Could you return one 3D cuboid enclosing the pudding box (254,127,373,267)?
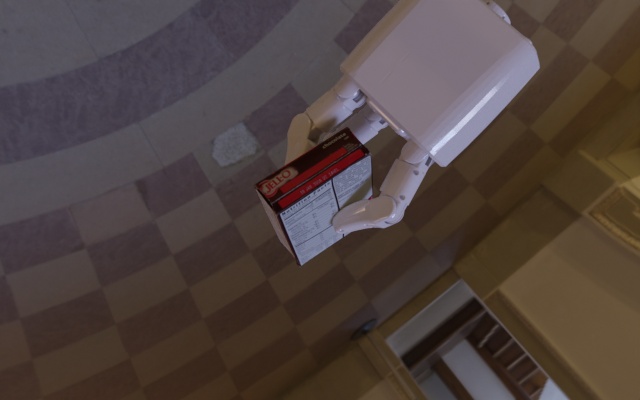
[{"bbox_3d":[0.000,0.001,0.411,0.090,0.039,0.114,-32,-30,-11],"label":"pudding box"}]
